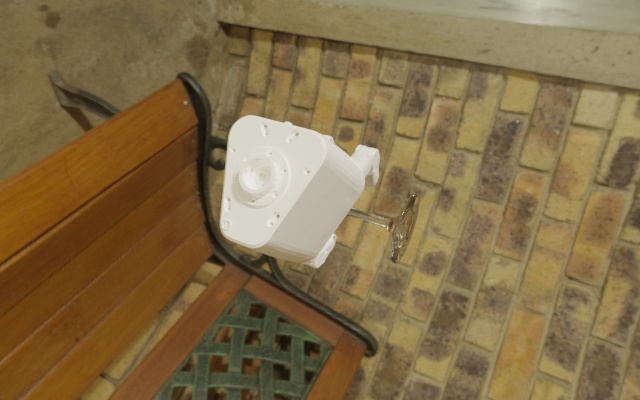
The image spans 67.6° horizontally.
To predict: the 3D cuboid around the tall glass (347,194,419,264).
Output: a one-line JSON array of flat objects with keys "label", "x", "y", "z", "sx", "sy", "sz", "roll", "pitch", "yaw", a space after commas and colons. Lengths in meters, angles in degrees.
[{"label": "tall glass", "x": 0.001, "y": 0.002, "z": 0.525, "sx": 0.201, "sy": 0.079, "sz": 0.079, "roll": 18, "pitch": 7, "yaw": 23}]
